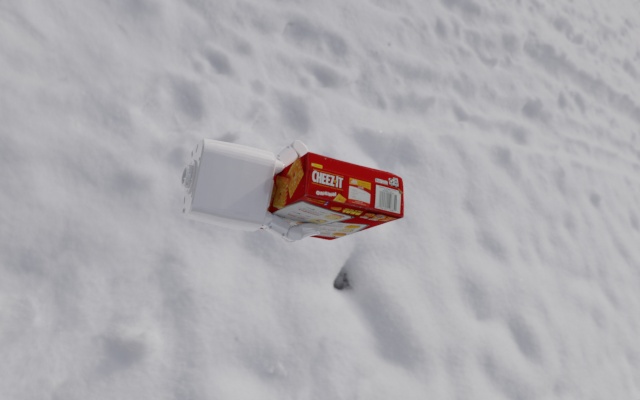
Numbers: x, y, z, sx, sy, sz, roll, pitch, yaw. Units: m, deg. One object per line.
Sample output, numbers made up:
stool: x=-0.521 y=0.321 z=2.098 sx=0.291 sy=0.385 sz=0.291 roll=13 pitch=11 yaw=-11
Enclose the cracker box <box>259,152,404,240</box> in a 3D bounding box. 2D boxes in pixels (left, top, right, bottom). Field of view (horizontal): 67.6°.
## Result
cracker box: x=0.000 y=0.003 z=0.743 sx=0.164 sy=0.072 sz=0.214 roll=12 pitch=-19 yaw=-27
